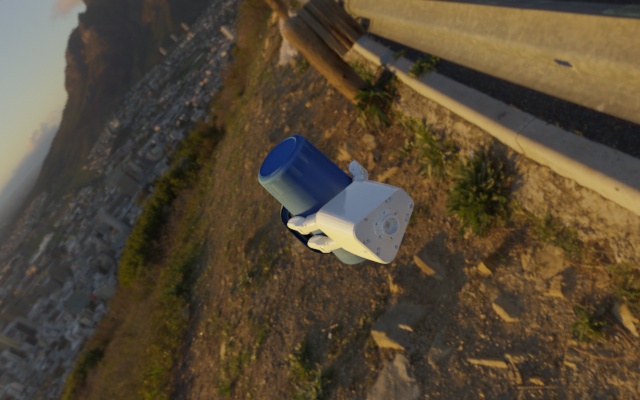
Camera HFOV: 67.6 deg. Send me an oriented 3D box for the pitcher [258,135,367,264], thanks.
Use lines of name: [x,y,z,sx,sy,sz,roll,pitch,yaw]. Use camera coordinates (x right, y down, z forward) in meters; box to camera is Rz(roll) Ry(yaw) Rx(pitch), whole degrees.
pitcher: [0.000,0.003,0.861,0.243,0.149,0.145,42,-10,-27]
